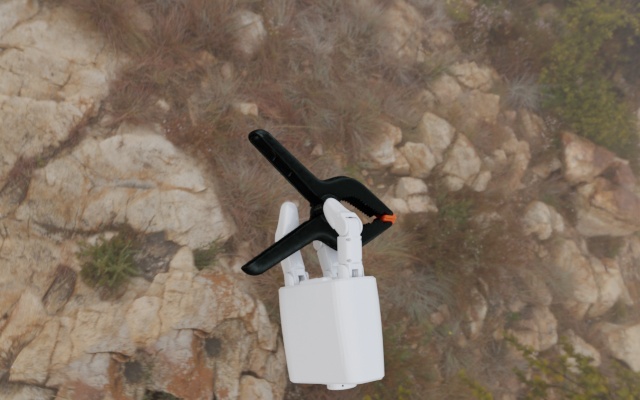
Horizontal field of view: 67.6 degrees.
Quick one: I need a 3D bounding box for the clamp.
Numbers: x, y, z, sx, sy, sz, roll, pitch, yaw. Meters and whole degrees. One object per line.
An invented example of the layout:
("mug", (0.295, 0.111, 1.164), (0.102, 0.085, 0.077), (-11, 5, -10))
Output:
("clamp", (0.001, 0.002, 0.571), (0.210, 0.164, 0.036), (2, -11, -32))
